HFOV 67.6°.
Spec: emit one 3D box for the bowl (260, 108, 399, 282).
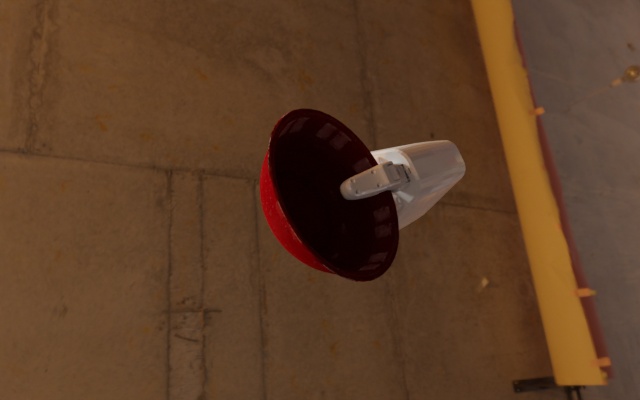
[{"bbox_3d":[-0.001,0.001,0.428,0.055,0.162,0.162,-28,-18,37],"label":"bowl"}]
